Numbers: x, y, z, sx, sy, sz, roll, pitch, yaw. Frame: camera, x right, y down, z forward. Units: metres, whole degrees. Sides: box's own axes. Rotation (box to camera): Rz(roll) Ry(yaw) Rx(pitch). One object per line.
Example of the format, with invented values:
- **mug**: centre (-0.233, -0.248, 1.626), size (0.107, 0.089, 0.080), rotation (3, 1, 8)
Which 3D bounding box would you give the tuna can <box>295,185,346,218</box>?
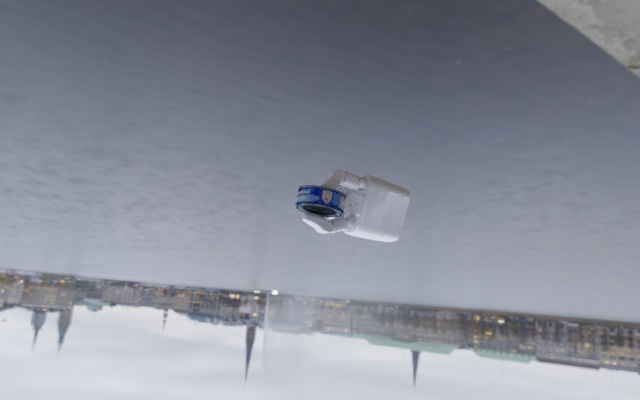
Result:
- **tuna can**: centre (0.000, 0.003, 0.824), size (0.086, 0.033, 0.086), rotation (9, -14, 2)
